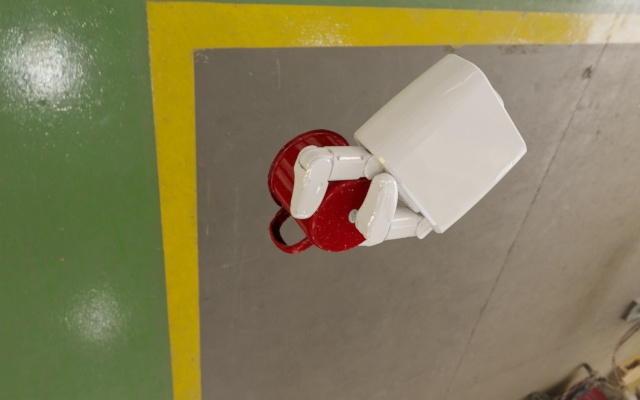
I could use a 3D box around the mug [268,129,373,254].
[{"bbox_3d":[-0.001,0.003,0.443,0.093,0.117,0.081,45,4,-44],"label":"mug"}]
